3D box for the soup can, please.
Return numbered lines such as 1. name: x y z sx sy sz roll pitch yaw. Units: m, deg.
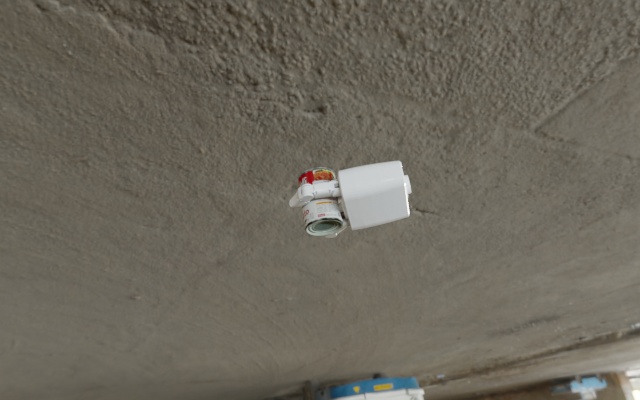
1. soup can: 0.000 0.003 0.838 0.068 0.102 0.068 -7 -27 -3
